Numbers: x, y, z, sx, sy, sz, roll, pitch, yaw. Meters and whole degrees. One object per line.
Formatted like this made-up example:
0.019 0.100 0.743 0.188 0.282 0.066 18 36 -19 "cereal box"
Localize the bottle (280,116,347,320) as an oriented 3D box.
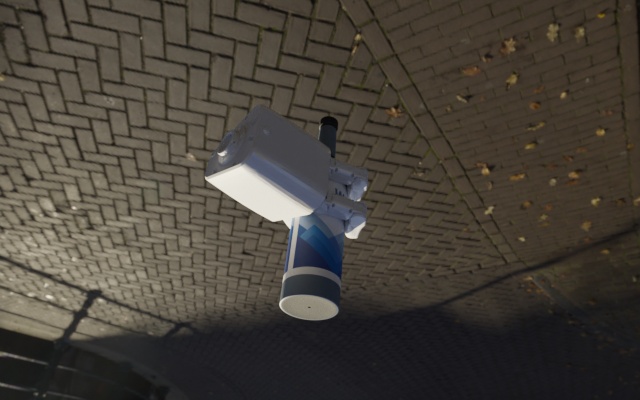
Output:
0.000 0.002 0.615 0.069 0.295 0.069 4 -37 3 "bottle"
